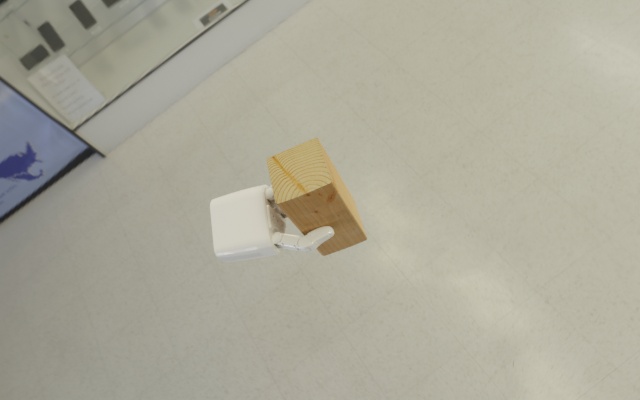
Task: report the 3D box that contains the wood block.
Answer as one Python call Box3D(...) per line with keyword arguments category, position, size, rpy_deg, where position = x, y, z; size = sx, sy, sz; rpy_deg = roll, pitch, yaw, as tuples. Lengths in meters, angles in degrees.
Box3D(category="wood block", position=(0.000, 0.003, 0.790), size=(0.090, 0.090, 0.206), rpy_deg=(-22, -33, 10))
